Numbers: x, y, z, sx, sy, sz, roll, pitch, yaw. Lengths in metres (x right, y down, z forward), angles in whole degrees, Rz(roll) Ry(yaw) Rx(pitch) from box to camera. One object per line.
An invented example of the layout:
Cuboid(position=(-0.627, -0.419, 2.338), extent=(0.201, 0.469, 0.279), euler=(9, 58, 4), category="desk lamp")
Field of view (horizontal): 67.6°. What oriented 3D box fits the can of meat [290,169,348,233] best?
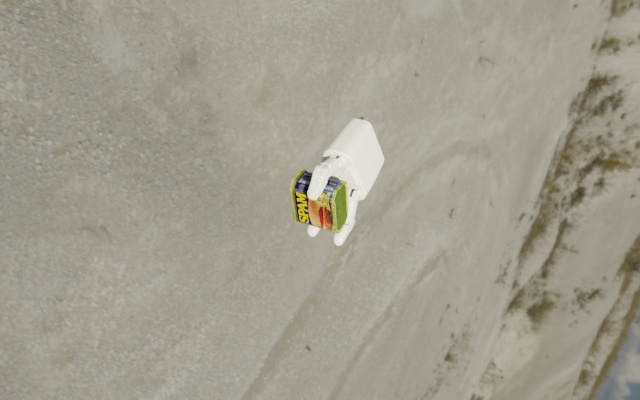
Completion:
Cuboid(position=(0.000, 0.003, 0.833), extent=(0.084, 0.102, 0.057), euler=(15, 45, 23), category="can of meat")
